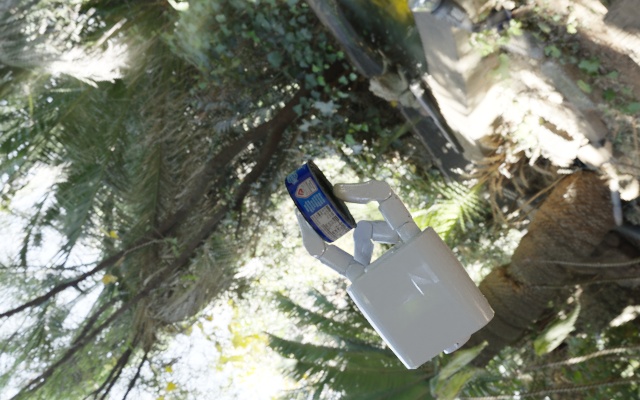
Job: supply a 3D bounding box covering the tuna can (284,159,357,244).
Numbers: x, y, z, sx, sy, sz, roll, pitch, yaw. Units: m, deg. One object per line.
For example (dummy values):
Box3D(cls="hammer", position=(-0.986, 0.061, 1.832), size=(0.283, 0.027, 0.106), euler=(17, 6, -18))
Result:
Box3D(cls="tuna can", position=(0.000, 0.002, 0.495), size=(0.034, 0.086, 0.086), euler=(-35, -6, 8))
